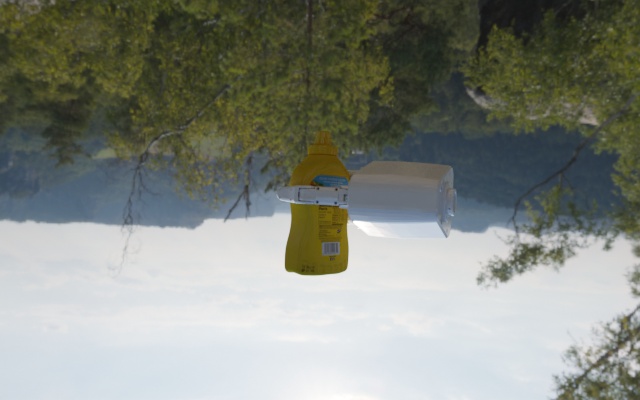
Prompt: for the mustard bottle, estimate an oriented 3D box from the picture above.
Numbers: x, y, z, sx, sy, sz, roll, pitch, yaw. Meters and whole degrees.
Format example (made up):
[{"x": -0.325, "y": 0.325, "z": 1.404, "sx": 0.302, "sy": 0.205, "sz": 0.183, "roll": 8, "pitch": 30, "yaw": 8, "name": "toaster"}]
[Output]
[{"x": 0.000, "y": 0.002, "z": 0.646, "sx": 0.096, "sy": 0.191, "sz": 0.058, "roll": 3, "pitch": 0, "yaw": -42, "name": "mustard bottle"}]
